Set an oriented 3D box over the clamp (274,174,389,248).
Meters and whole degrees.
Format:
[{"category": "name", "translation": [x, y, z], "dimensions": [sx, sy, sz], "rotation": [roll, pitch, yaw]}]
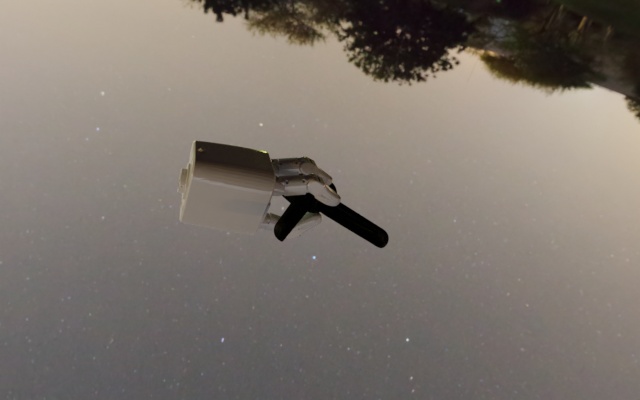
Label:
[{"category": "clamp", "translation": [0.000, 0.003, 0.696], "dimensions": [0.164, 0.036, 0.209], "rotation": [11, 28, -20]}]
